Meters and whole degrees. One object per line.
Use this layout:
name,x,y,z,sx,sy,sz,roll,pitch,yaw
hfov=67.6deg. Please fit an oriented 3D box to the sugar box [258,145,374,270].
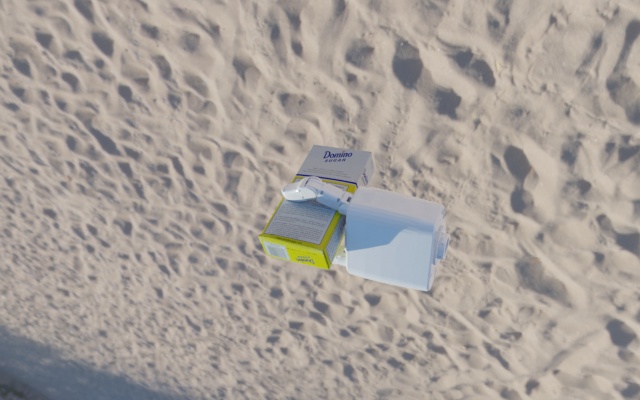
sugar box,0.000,0.003,0.634,0.093,0.048,0.176,10,49,25
